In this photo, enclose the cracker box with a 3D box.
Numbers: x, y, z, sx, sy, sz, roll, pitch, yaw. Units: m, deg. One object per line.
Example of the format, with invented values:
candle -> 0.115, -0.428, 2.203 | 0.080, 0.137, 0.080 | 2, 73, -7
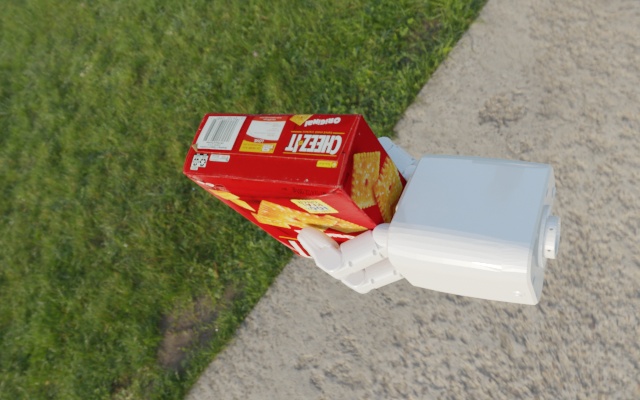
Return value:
cracker box -> 0.000, 0.001, 0.463 | 0.164, 0.072, 0.214 | 7, -22, 32
